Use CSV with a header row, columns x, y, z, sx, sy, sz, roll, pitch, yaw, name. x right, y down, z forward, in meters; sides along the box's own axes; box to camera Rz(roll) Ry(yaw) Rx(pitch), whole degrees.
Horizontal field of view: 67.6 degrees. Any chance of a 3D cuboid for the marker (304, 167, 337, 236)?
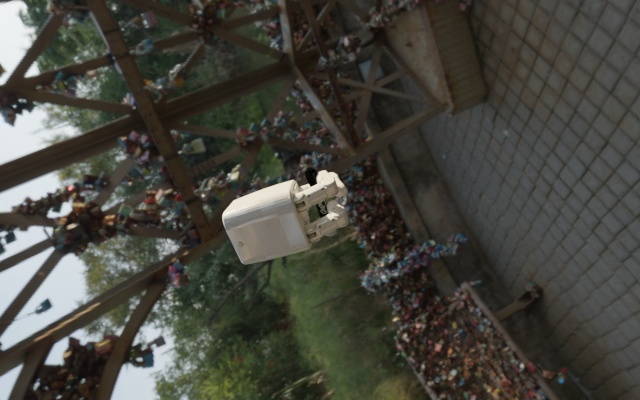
x,y,z,sx,sy,sz,roll,pitch,yaw,name
0.000,0.002,0.743,0.020,0.121,0.020,-15,28,8,marker
